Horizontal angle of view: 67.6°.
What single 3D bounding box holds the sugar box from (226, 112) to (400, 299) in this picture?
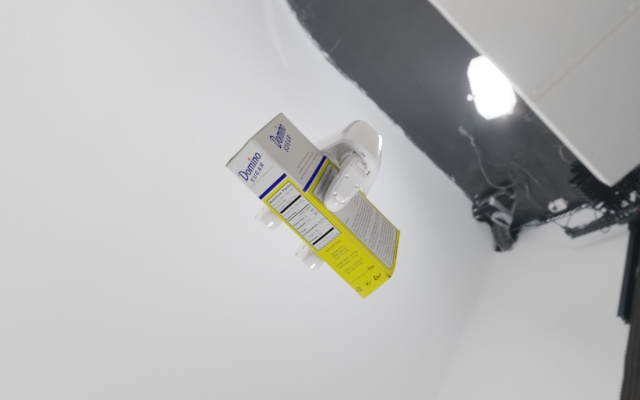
[{"bbox_3d":[0.000,0.002,0.457,0.048,0.176,0.093,-44,8,26],"label":"sugar box"}]
